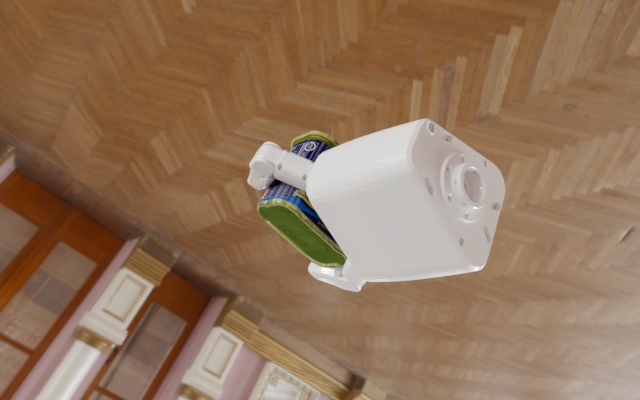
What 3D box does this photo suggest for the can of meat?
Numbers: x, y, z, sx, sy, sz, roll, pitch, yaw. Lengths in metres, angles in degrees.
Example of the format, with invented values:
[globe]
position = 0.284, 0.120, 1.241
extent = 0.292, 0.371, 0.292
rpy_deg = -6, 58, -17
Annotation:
[can of meat]
position = 0.000, 0.002, 0.447
extent = 0.102, 0.084, 0.057
rpy_deg = 44, -33, -26
